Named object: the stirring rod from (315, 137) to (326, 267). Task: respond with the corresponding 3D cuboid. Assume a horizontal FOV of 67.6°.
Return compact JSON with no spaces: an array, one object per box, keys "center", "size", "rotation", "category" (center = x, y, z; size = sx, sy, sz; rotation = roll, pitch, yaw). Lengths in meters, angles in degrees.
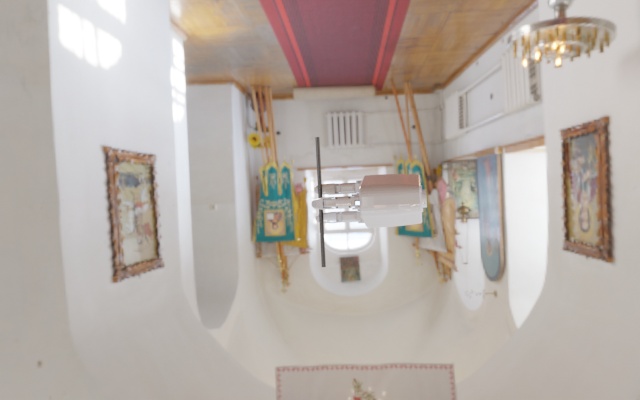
[{"center":[0.000,0.003,0.884],"size":[0.011,0.239,0.011],"rotation":[-3,-1,0],"category":"stirring rod"}]
